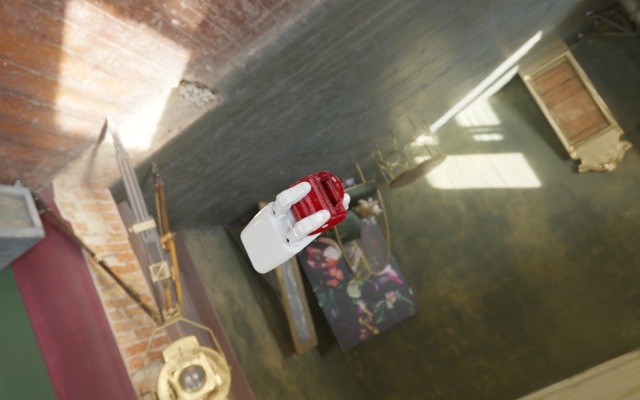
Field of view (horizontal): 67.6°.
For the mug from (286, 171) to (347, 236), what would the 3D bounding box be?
[{"bbox_3d":[0.001,0.002,0.808,0.093,0.081,0.117,-13,-19,-45],"label":"mug"}]
